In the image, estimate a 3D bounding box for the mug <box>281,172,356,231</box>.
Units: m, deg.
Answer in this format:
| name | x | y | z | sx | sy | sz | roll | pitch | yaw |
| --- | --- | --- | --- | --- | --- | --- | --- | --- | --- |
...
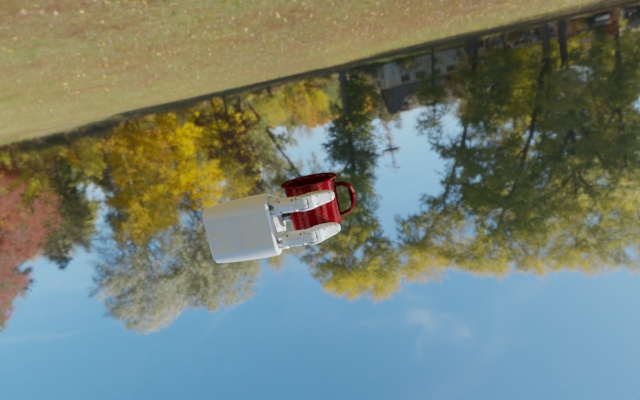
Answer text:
| name | x | y | z | sx | sy | sz | roll | pitch | yaw |
| --- | --- | --- | --- | --- | --- | --- | --- | --- | --- |
| mug | 0.002 | 0.002 | 0.783 | 0.117 | 0.081 | 0.093 | -10 | 13 | 9 |
